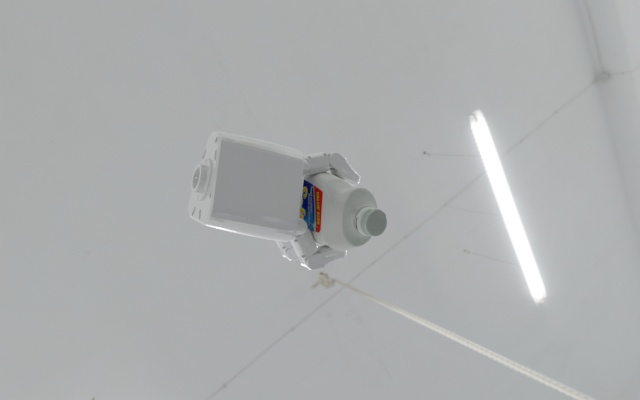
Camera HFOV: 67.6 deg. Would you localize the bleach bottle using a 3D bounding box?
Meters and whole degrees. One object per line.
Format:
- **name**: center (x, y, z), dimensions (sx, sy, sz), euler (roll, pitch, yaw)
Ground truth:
- **bleach bottle**: center (0.000, 0.002, 0.612), dimensions (0.068, 0.102, 0.251), euler (13, 0, -30)
